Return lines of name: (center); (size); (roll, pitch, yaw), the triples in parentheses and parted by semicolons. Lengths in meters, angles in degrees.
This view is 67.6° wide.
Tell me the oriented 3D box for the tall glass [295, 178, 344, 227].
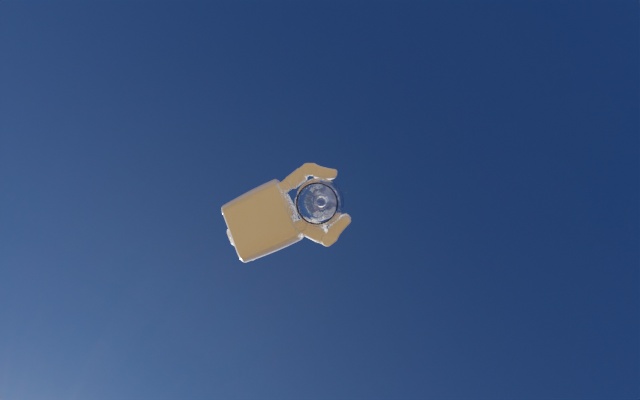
tall glass: (0.000, 0.002, 0.795); (0.079, 0.079, 0.201); (0, 1, 3)
